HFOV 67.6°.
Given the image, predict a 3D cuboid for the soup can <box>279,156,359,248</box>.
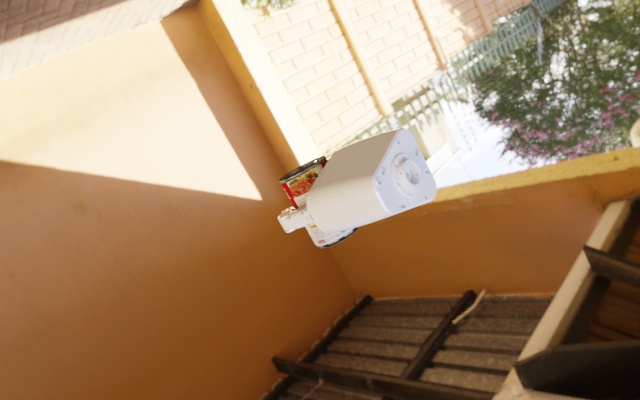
[{"bbox_3d":[0.000,0.002,0.622,0.068,0.102,0.068,-28,11,6],"label":"soup can"}]
